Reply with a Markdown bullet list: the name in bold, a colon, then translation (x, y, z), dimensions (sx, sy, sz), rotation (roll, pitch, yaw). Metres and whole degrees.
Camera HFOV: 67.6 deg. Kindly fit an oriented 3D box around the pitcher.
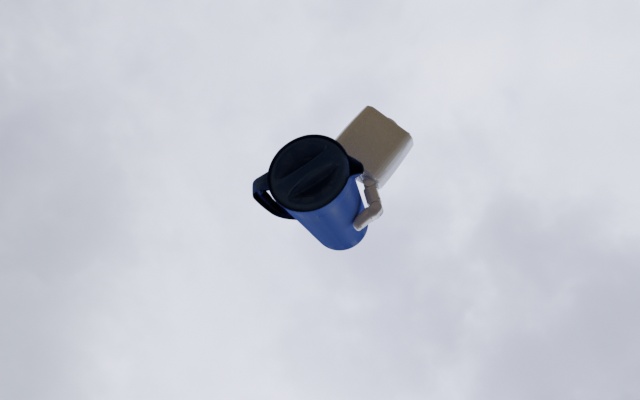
- **pitcher**: translation (0.000, 0.003, 0.830), dimensions (0.149, 0.145, 0.243), rotation (35, -10, 27)
